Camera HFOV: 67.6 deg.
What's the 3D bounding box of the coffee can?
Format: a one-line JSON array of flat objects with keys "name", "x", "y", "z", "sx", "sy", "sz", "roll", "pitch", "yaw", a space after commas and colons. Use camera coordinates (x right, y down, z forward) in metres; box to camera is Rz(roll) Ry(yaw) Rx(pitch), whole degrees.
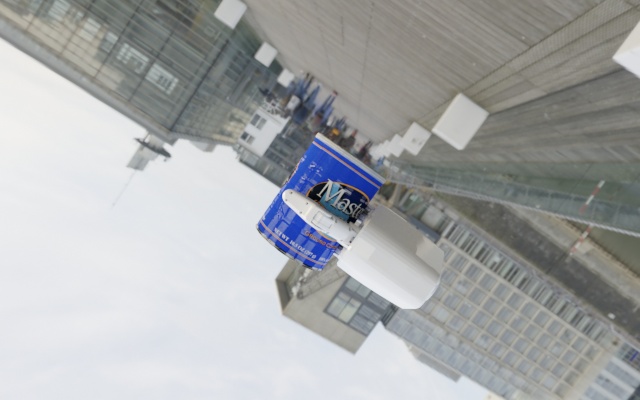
[{"name": "coffee can", "x": 0.000, "y": 0.002, "z": 0.596, "sx": 0.103, "sy": 0.140, "sz": 0.103, "roll": 34, "pitch": 6, "yaw": -4}]
